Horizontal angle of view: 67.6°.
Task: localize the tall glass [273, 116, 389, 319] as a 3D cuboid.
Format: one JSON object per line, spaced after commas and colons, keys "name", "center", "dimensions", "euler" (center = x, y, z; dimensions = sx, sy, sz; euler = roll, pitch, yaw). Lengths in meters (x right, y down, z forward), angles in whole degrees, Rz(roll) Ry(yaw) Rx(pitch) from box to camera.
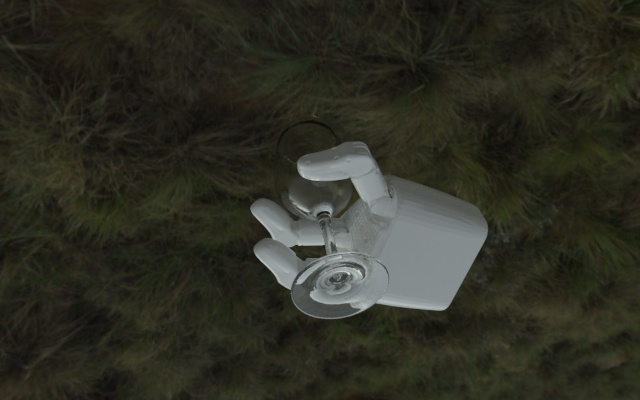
{"name": "tall glass", "center": [0.000, 0.002, 0.427], "dimensions": [0.079, 0.079, 0.200], "euler": [0, 40, -12]}
